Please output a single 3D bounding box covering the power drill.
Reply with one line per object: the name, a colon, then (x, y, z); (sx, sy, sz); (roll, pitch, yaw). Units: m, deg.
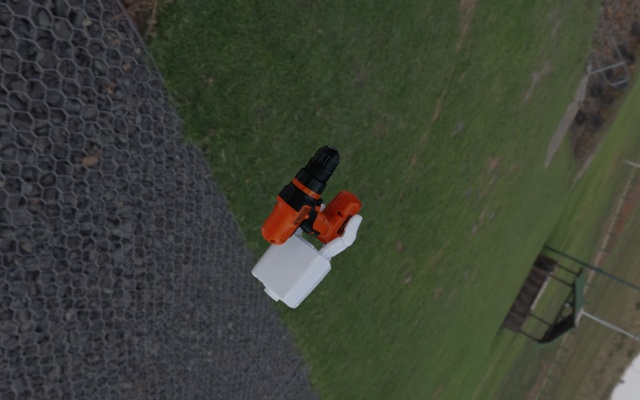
power drill: (0.000, 0.003, 0.825); (0.057, 0.184, 0.188); (42, 10, 30)
